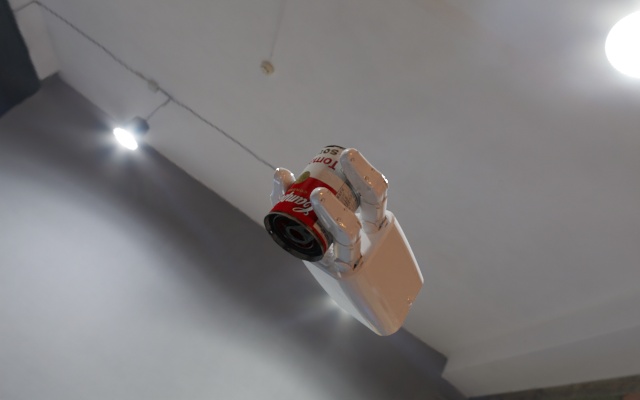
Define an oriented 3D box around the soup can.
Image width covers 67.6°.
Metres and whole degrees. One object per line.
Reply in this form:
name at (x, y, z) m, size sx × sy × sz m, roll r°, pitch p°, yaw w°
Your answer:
soup can at (0.000, 0.001, 0.479) m, size 0.068 × 0.068 × 0.102 m, roll 0°, pitch 44°, yaw 46°
